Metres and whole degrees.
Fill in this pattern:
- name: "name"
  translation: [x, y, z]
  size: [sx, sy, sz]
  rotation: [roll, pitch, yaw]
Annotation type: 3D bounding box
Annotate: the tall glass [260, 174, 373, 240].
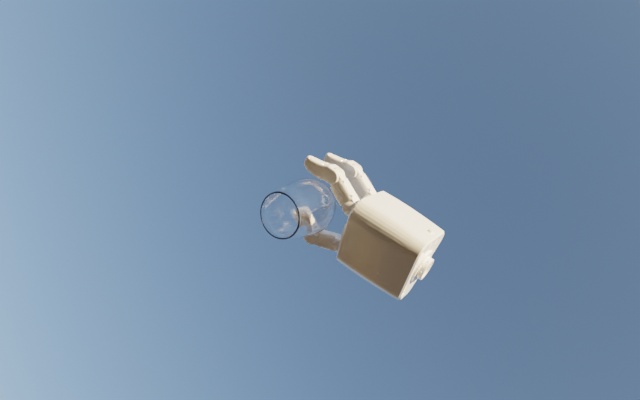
- name: "tall glass"
  translation: [0.000, 0.002, 0.681]
  size: [0.079, 0.079, 0.201]
  rotation: [0, 10, 32]
